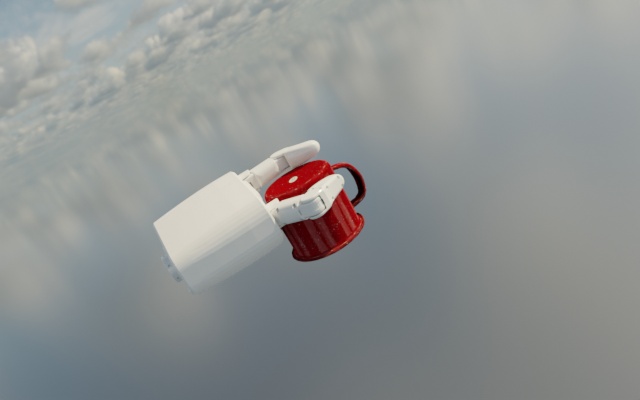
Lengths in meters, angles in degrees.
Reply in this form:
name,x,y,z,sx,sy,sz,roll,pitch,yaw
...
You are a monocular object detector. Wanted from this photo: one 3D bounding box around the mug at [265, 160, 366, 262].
name,x,y,z,sx,sy,sz,roll,pitch,yaw
mug,0.001,0.001,0.536,0.117,0.081,0.093,-34,20,-14
